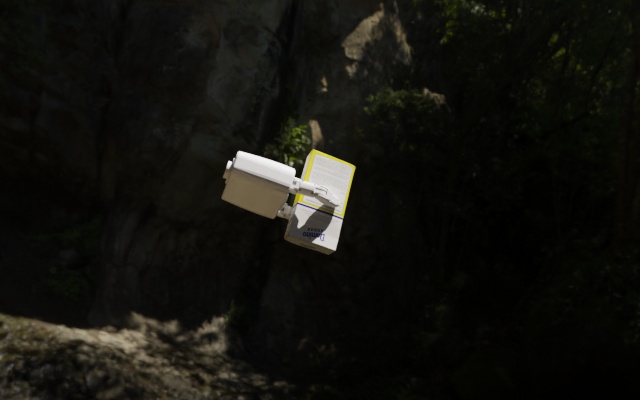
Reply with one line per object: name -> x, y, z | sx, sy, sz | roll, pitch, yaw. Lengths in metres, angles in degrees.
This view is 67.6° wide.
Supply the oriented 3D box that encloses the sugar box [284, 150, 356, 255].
sugar box -> 0.000, 0.003, 0.889 | 0.093, 0.176, 0.048 | 20, -20, -12
